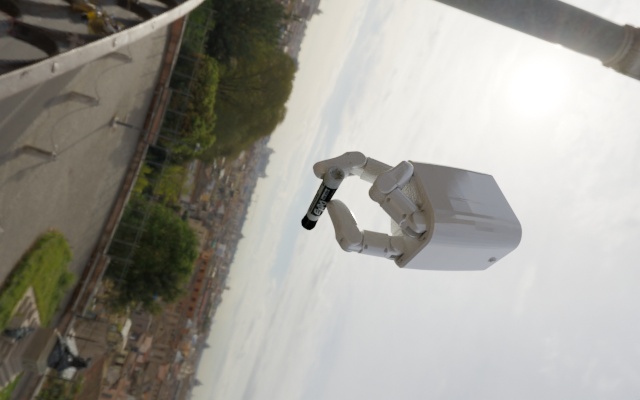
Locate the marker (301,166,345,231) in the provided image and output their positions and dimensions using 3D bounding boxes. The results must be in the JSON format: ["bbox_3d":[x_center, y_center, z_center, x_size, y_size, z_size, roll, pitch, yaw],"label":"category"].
[{"bbox_3d":[0.000,0.002,0.533,0.020,0.020,0.121,0,-29,-18],"label":"marker"}]
